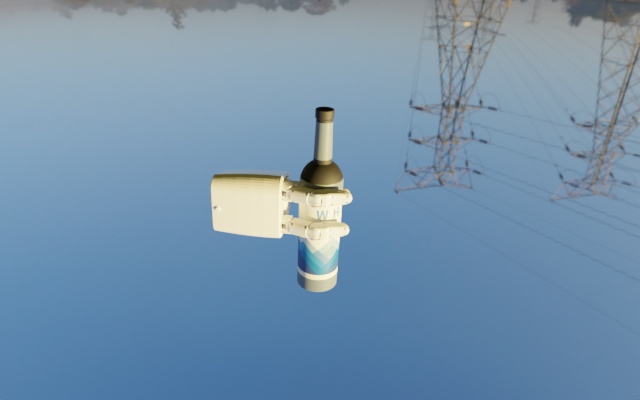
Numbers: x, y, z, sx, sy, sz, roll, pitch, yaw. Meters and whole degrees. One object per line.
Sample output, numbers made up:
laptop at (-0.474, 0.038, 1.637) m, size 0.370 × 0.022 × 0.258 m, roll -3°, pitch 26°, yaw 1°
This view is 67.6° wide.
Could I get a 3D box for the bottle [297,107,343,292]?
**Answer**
bottle at (0.000, 0.003, 0.740) m, size 0.069 × 0.296 × 0.069 m, roll 2°, pitch 26°, yaw -1°
